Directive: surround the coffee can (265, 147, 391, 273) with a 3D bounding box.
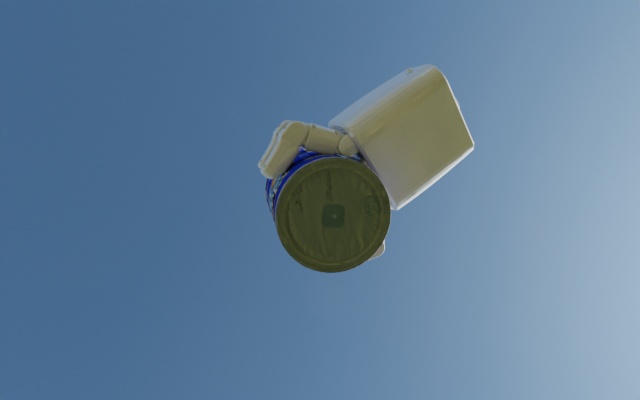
[{"bbox_3d":[0.000,0.002,0.478,0.103,0.103,0.140,0,10,-10],"label":"coffee can"}]
